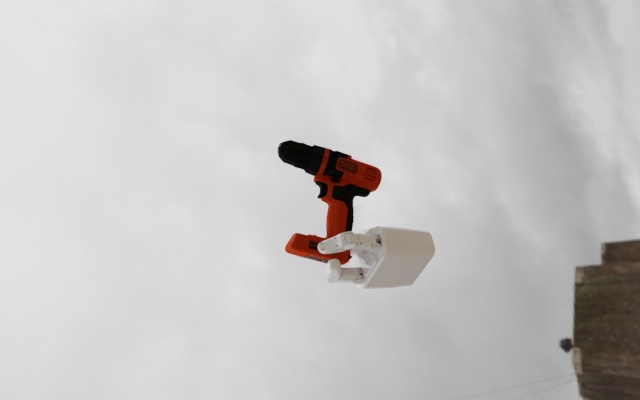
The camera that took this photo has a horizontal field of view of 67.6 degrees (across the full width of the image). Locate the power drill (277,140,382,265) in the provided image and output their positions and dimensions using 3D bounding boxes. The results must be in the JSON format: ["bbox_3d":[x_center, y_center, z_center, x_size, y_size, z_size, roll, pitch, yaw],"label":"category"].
[{"bbox_3d":[0.000,0.003,0.788,0.184,0.187,0.057,17,-15,-9],"label":"power drill"}]
